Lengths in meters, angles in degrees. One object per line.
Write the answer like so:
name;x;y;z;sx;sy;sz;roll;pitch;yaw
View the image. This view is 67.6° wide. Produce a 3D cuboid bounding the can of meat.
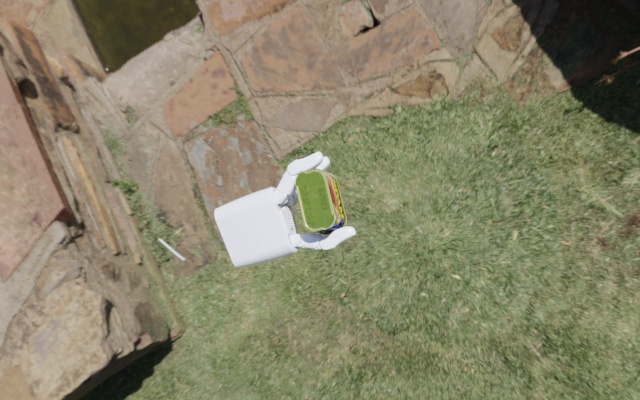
can of meat;0.000;0.003;0.764;0.057;0.102;0.084;-15;-8;12
